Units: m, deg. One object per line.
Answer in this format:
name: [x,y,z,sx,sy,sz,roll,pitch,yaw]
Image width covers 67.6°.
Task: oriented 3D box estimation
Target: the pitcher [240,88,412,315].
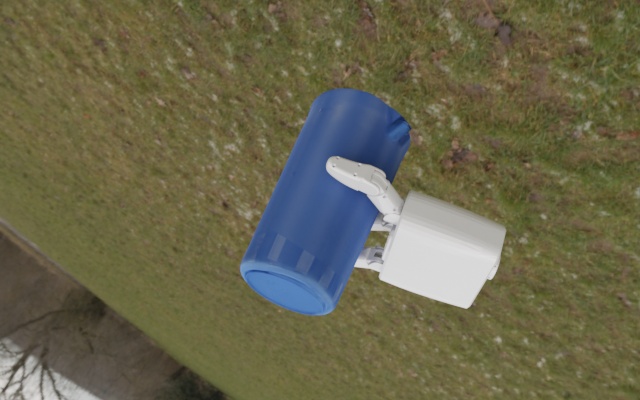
pitcher: [0.000,0.002,0.553,0.145,0.242,0.149,21,-30,8]
